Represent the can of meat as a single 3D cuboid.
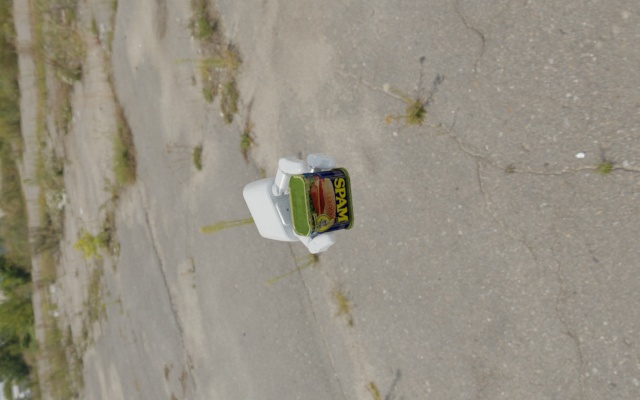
[{"bbox_3d":[0.000,0.003,0.752,0.084,0.102,0.057,-9,6,-33],"label":"can of meat"}]
